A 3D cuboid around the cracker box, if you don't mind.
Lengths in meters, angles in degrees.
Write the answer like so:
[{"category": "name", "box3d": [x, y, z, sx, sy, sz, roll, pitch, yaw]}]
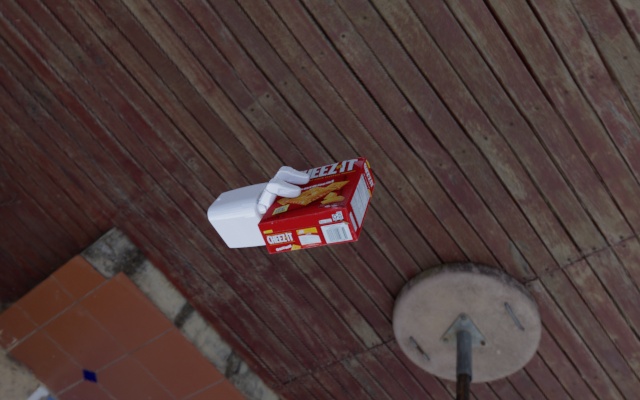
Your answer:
[{"category": "cracker box", "box3d": [0.000, 0.003, 0.875, 0.164, 0.072, 0.213, -11, 25, 20]}]
